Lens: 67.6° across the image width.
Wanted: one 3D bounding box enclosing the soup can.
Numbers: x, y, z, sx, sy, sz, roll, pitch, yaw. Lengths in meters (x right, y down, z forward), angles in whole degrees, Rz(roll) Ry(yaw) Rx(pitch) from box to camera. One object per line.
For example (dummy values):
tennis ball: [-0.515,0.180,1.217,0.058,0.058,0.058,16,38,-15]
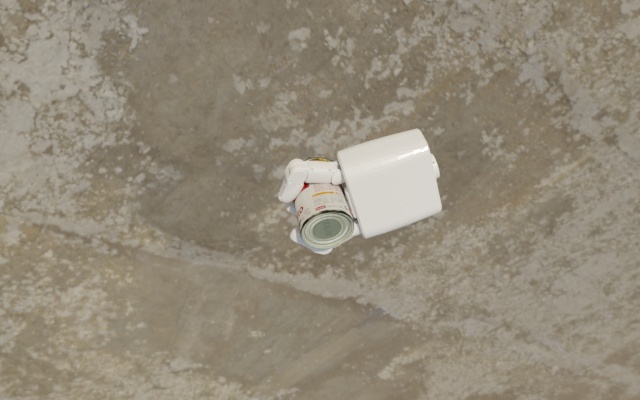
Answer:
soup can: [0.000,0.002,0.602,0.068,0.069,0.102,0,44,-15]
